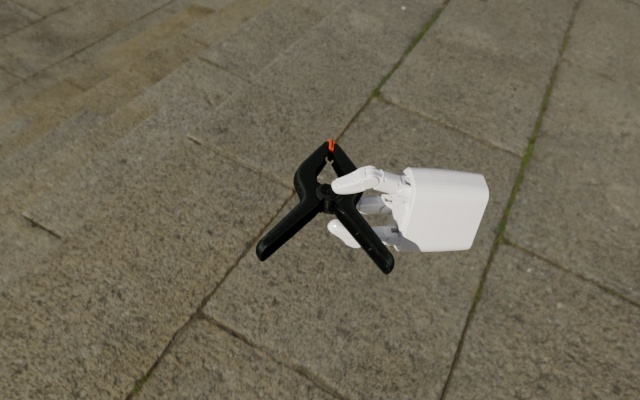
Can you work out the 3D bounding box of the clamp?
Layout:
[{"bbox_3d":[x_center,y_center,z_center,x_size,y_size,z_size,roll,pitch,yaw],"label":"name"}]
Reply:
[{"bbox_3d":[0.000,0.001,0.617,0.164,0.209,0.036,2,-40,-9],"label":"clamp"}]
